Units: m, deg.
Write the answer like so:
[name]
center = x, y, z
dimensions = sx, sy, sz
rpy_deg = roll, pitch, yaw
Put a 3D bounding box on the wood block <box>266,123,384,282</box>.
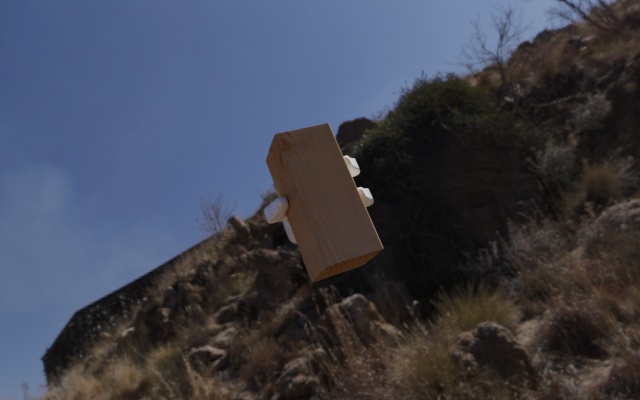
[wood block]
center = 0.000, 0.002, 0.706
dimensions = 0.091, 0.206, 0.090
rpy_deg = -16, -18, -22
